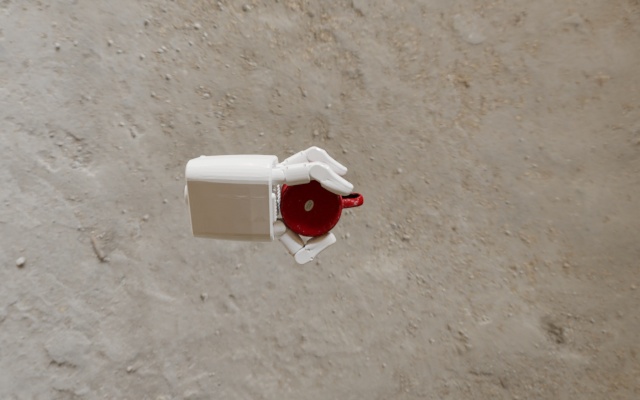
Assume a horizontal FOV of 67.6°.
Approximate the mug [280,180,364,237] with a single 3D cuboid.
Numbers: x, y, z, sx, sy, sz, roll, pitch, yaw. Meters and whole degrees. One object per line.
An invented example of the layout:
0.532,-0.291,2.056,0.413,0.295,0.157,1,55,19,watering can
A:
0.002,0.002,0.649,0.117,0.093,0.081,1,10,1,mug
